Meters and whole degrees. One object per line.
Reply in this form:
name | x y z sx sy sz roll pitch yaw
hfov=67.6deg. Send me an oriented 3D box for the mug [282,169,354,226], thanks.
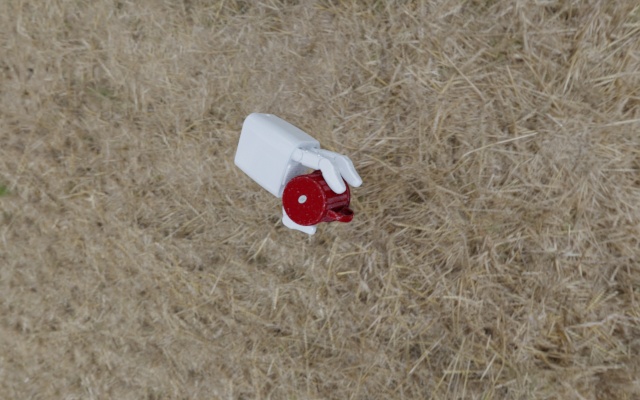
mug | 0.001 0.003 0.771 0.117 0.093 0.081 34 21 20
